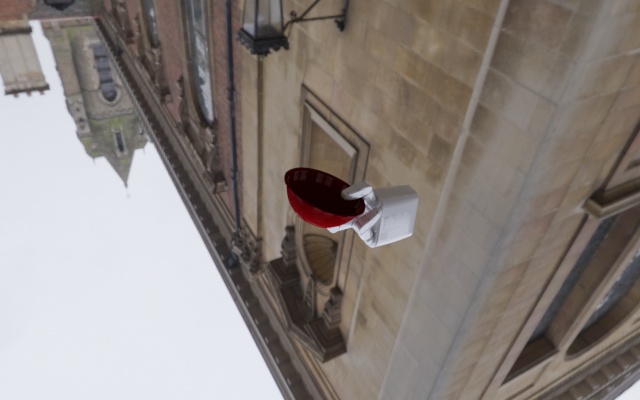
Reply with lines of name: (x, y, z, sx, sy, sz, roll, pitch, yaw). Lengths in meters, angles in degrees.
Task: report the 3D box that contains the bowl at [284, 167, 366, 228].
bowl: (-0.001, 0.003, 0.888, 0.162, 0.055, 0.162, 20, 26, -10)
